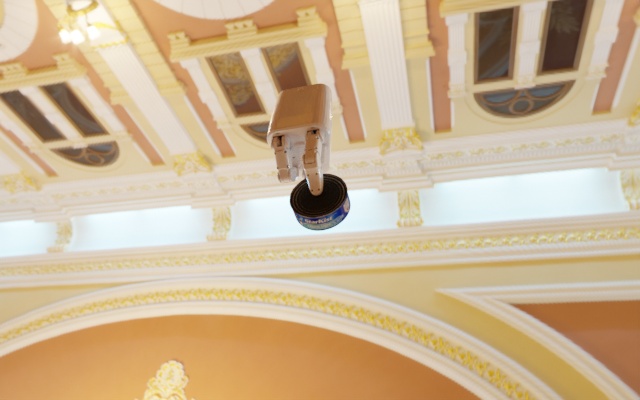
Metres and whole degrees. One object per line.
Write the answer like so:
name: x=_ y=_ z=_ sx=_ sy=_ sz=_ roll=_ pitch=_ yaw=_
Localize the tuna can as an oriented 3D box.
tuna can: x=0.000 y=0.003 z=0.693 sx=0.086 sy=0.086 sz=0.034 roll=0 pitch=-42 yaw=18
